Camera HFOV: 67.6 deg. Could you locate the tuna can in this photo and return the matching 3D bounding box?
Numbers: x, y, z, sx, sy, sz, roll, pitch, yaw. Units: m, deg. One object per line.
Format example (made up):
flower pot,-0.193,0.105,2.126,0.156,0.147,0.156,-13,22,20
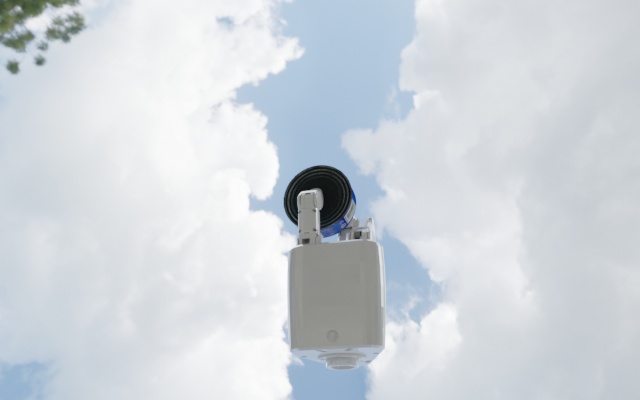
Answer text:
tuna can,0.000,0.002,0.587,0.086,0.086,0.034,0,-24,17
